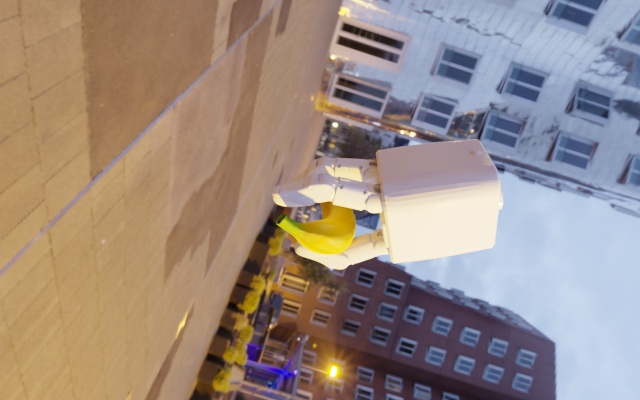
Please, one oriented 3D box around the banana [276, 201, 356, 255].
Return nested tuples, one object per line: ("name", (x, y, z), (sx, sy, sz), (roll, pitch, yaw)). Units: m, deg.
("banana", (0.010, 0.018, 0.513), (0.037, 0.069, 0.197), (-35, 3, 15))
